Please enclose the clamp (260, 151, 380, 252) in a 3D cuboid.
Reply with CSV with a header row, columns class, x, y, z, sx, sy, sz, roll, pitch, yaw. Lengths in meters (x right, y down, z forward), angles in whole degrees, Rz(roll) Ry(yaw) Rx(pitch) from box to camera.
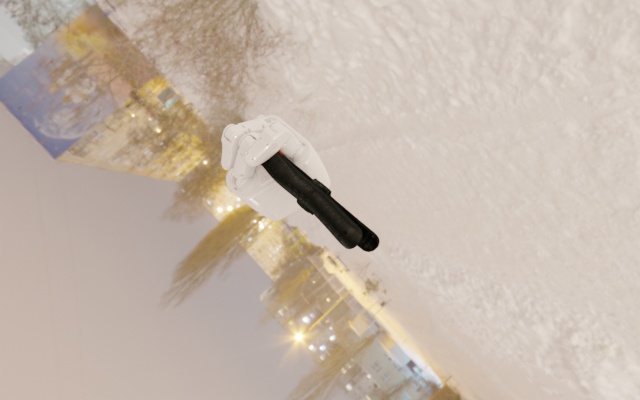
class,x,y,z,sx,sy,sz,roll,pitch,yaw
clamp,0.000,0.002,0.549,0.171,0.039,0.120,45,1,26
